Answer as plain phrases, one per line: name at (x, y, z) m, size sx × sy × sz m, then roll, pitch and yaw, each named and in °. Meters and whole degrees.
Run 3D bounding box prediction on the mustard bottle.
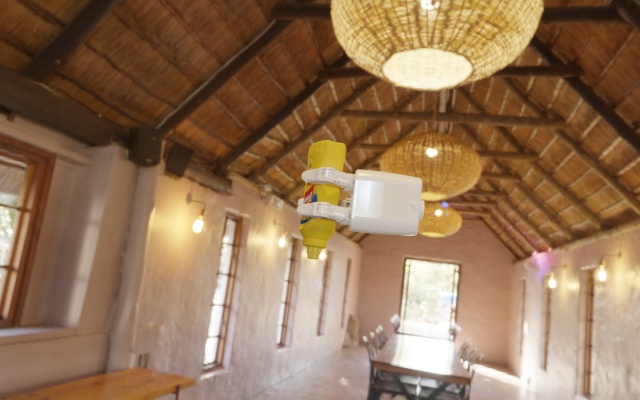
mustard bottle at (0.000, 0.002, 0.795) m, size 0.058 × 0.191 × 0.096 m, roll 10°, pitch -10°, yaw -19°
